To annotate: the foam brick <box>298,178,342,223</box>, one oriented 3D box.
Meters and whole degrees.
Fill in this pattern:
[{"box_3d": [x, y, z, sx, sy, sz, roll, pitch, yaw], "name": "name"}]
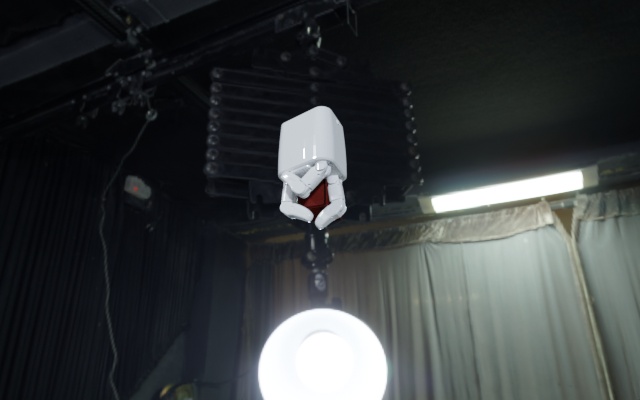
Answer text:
[{"box_3d": [0.000, 0.003, 0.844, 0.053, 0.051, 0.078, -11, -26, 20], "name": "foam brick"}]
